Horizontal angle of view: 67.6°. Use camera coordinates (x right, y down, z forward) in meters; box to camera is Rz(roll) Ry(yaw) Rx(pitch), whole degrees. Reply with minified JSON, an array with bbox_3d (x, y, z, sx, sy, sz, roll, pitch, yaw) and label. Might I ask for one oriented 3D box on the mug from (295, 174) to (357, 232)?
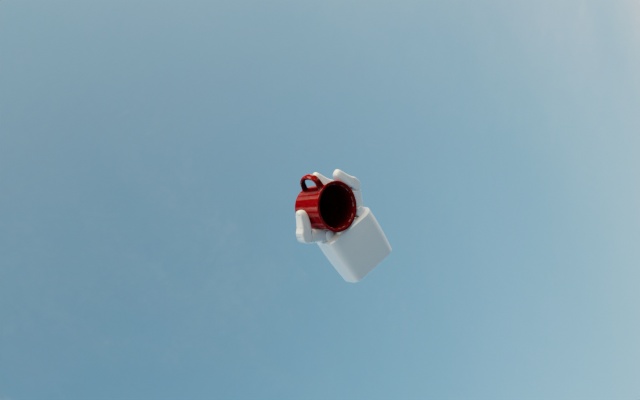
[{"bbox_3d":[-0.001,0.002,0.883,0.081,0.117,0.093,-4,35,52],"label":"mug"}]
